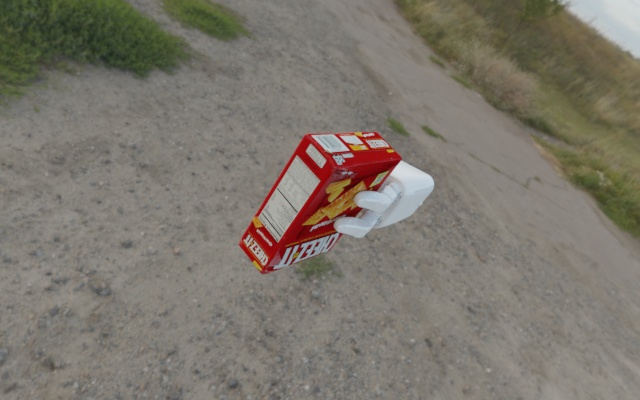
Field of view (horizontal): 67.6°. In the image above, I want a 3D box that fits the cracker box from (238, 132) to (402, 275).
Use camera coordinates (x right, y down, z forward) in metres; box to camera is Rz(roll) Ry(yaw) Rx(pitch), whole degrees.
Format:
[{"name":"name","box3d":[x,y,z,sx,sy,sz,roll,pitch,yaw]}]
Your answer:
[{"name":"cracker box","box3d":[0.000,0.002,0.695,0.164,0.214,0.072,-12,54,-50]}]
